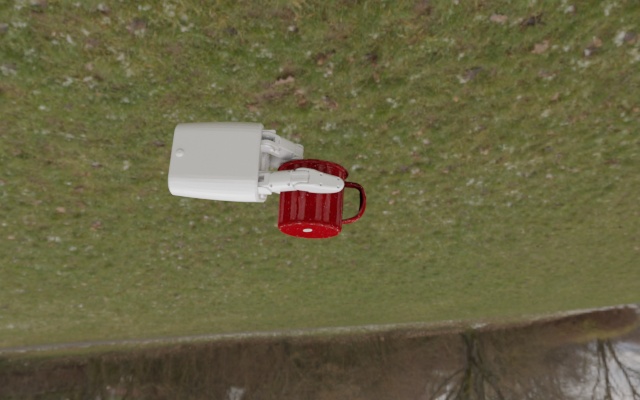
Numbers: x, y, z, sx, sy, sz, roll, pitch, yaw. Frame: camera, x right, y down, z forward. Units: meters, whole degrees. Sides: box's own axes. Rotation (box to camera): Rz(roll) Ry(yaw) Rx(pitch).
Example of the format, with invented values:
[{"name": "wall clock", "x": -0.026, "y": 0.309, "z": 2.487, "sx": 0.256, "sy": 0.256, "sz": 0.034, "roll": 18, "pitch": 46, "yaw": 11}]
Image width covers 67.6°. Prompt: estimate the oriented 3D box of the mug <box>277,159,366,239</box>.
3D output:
[{"name": "mug", "x": 0.002, "y": 0.002, "z": 0.613, "sx": 0.117, "sy": 0.081, "sz": 0.093, "roll": 3, "pitch": -17, "yaw": 1}]
